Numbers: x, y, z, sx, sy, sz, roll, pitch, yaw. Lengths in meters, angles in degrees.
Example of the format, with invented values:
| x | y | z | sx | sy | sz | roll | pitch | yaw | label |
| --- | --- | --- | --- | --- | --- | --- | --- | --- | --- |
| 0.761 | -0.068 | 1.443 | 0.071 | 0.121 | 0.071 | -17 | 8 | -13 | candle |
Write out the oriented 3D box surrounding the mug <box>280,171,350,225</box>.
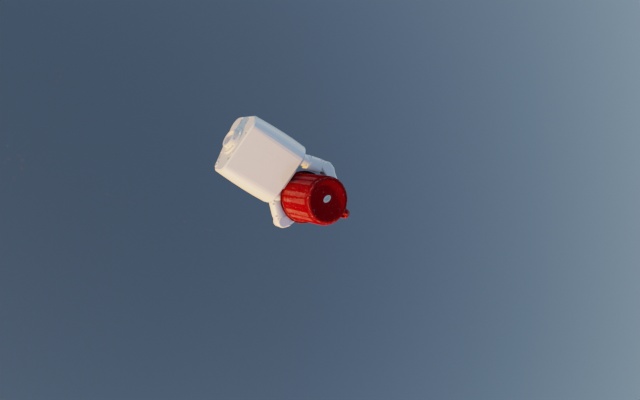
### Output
| x | y | z | sx | sy | sz | roll | pitch | yaw | label |
| --- | --- | --- | --- | --- | --- | --- | --- | --- | --- |
| 0.001 | 0.003 | 0.809 | 0.117 | 0.093 | 0.081 | 31 | -12 | -30 | mug |
